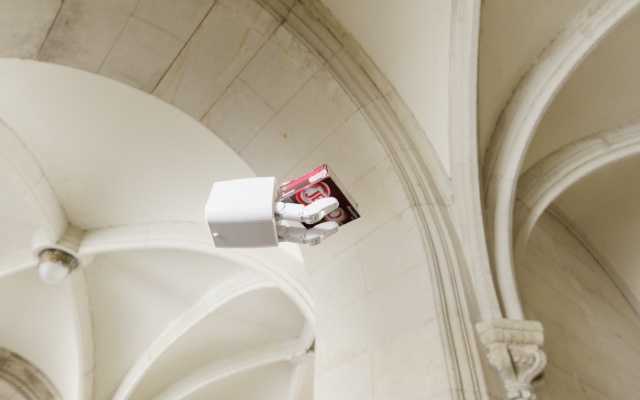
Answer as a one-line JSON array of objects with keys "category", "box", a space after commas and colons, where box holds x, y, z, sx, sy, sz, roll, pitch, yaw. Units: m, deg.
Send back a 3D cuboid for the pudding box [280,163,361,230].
[{"category": "pudding box", "box": [0.000, 0.002, 0.778, 0.090, 0.039, 0.113, -26, -47, 17]}]
